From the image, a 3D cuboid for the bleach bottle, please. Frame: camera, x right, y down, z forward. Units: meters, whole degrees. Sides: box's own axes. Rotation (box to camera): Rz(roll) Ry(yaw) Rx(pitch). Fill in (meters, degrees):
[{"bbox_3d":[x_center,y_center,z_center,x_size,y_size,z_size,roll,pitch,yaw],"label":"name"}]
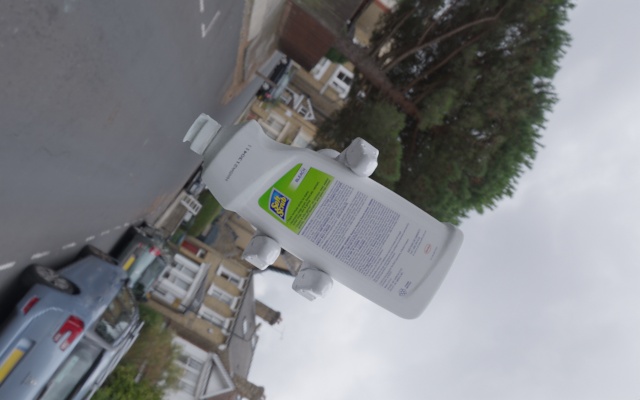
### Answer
[{"bbox_3d":[0.000,0.001,0.421,0.251,0.102,0.068,34,-11,-12],"label":"bleach bottle"}]
